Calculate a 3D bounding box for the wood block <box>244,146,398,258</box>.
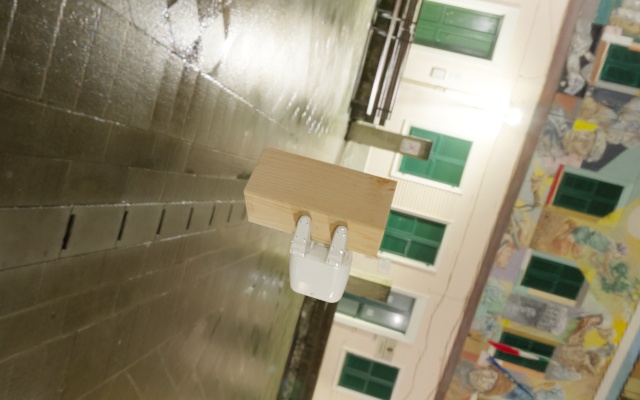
[{"bbox_3d":[0.000,0.002,0.720,0.206,0.090,0.090,15,-33,8],"label":"wood block"}]
